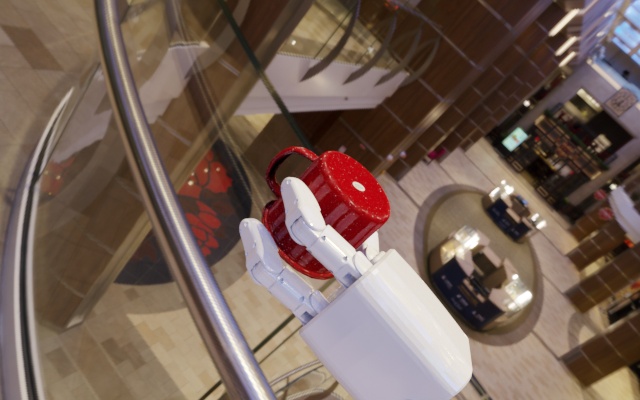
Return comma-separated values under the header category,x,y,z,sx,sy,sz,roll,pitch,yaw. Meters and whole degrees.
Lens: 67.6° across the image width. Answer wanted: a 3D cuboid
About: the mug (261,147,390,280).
category,x,y,z,sx,sy,sz,roll,pitch,yaw
mug,-0.001,0.000,0.430,0.081,0.117,0.093,-45,-8,27
